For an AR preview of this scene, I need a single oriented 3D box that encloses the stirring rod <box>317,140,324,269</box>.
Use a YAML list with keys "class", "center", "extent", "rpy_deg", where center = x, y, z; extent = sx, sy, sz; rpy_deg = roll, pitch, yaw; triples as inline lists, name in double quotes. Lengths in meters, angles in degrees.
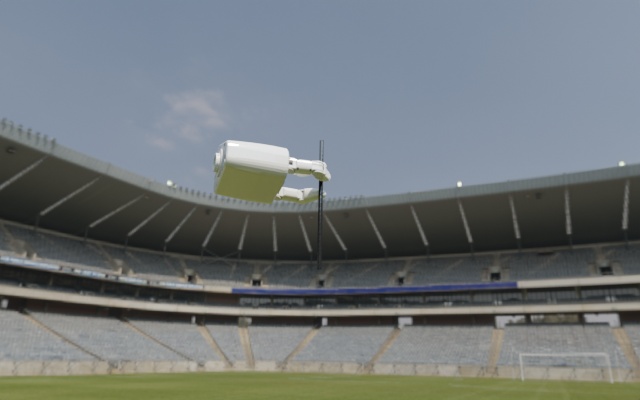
- class: "stirring rod"
  center: [0.000, 0.003, 0.853]
  extent: [0.011, 0.239, 0.011]
  rpy_deg: [1, -18, 0]
